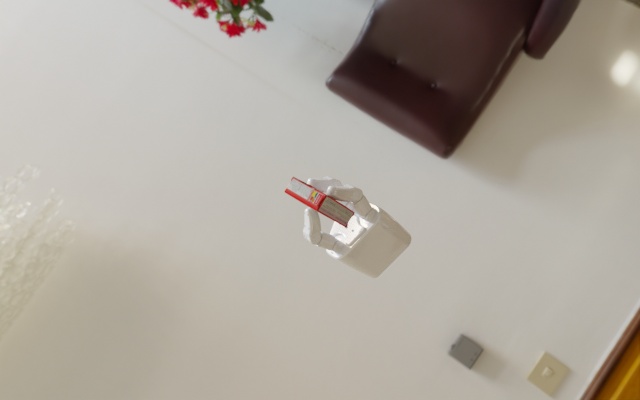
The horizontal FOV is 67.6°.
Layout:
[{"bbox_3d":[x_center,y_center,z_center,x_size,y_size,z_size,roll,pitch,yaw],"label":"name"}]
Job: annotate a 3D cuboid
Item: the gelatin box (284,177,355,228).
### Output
[{"bbox_3d":[0.000,0.003,0.721,0.073,0.030,0.089,30,0,38],"label":"gelatin box"}]
